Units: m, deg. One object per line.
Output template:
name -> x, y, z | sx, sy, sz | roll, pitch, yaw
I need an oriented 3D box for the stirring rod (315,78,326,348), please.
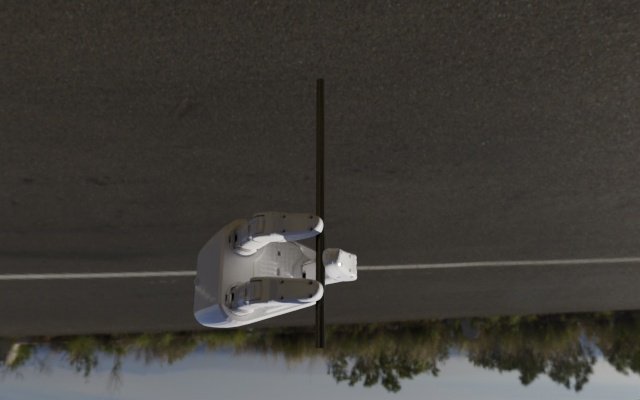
stirring rod -> 0.000, 0.001, 0.411 | 0.011, 0.239, 0.011 | 0, -18, 0
